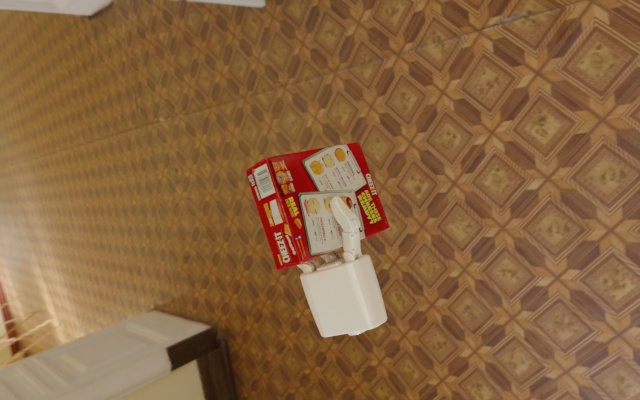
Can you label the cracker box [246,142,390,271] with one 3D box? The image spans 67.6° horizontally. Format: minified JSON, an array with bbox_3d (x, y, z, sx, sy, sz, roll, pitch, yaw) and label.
[{"bbox_3d":[0.000,0.003,0.776,0.213,0.164,0.072,-16,-5,-44],"label":"cracker box"}]
